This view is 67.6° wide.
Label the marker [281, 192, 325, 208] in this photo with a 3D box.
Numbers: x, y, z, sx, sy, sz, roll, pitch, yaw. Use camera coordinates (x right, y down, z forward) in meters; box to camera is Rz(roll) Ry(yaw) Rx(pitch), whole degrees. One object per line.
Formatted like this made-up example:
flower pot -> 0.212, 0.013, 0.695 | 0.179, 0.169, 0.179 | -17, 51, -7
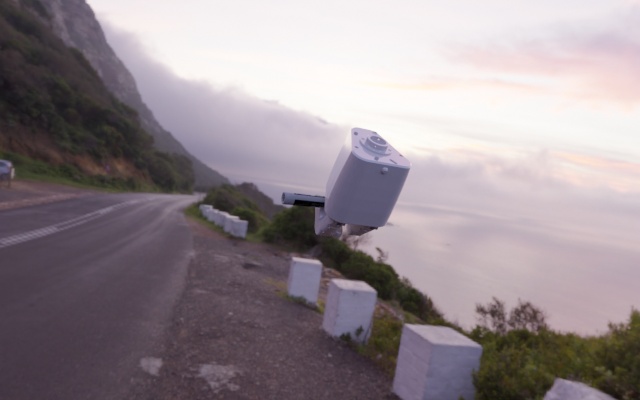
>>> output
marker -> 0.000, 0.002, 0.729 | 0.121, 0.020, 0.020 | 7, -3, -23
